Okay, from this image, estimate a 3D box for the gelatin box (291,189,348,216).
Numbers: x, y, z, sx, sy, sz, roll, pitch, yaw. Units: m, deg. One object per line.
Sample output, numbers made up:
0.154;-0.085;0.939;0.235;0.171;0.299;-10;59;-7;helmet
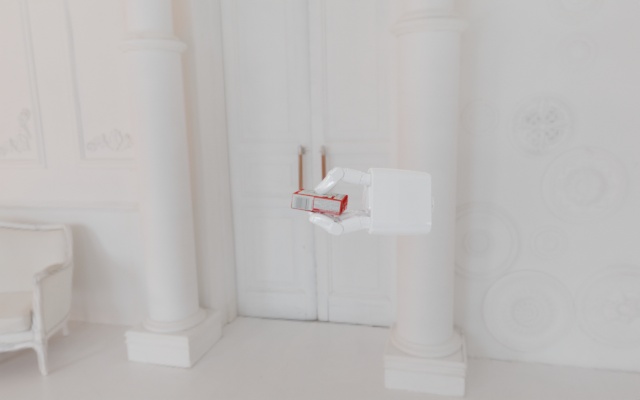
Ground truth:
0.000;0.002;0.834;0.089;0.030;0.073;9;9;9;gelatin box
